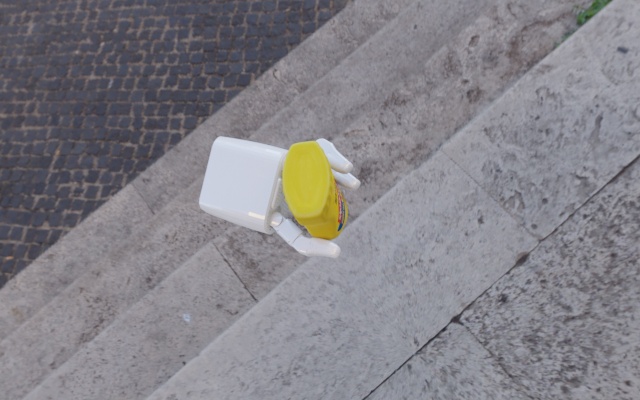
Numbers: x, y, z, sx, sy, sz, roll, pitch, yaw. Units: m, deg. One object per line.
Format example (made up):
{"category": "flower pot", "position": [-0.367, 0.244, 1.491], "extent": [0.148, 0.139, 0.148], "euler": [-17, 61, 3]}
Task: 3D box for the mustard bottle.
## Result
{"category": "mustard bottle", "position": [0.000, 0.002, 0.631], "extent": [0.058, 0.096, 0.192], "euler": [-9, -19, 8]}
